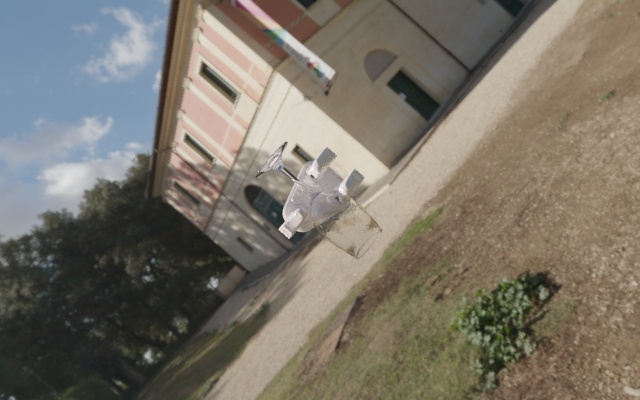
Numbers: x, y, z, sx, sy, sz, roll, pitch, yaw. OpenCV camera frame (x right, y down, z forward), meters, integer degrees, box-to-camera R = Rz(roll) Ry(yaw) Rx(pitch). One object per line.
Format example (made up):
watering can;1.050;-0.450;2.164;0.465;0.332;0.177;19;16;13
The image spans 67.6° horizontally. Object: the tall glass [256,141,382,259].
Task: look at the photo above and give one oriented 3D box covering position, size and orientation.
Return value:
tall glass;0.000;0.002;0.734;0.201;0.079;0.079;41;-1;-1
